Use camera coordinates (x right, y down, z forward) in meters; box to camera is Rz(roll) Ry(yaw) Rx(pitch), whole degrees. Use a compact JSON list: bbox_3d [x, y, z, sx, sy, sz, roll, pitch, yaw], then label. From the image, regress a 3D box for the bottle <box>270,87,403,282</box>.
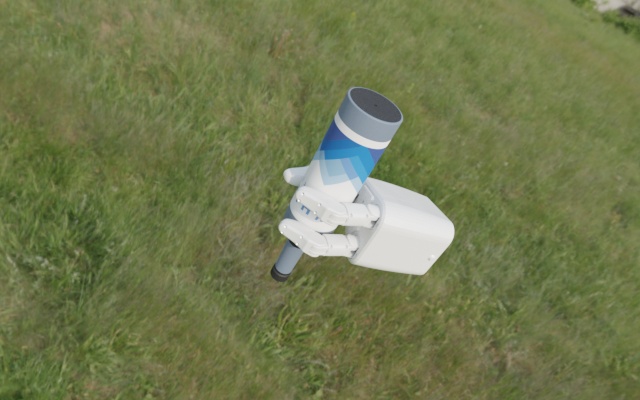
[{"bbox_3d":[0.000,0.002,0.594,0.069,0.296,0.069,19,37,-15],"label":"bottle"}]
